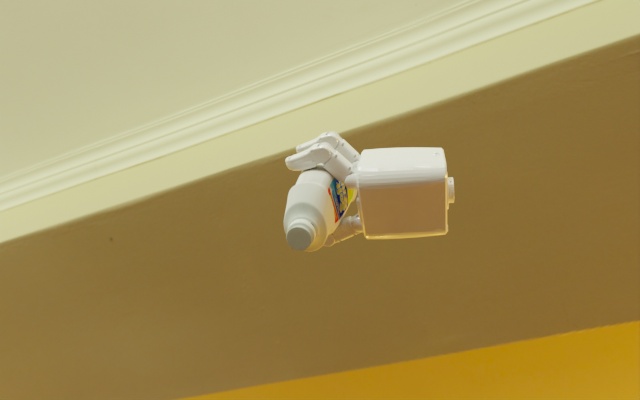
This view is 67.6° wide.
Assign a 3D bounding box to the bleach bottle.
[{"bbox_3d":[0.000,0.002,0.620,0.068,0.103,0.250,-1,22,11],"label":"bleach bottle"}]
